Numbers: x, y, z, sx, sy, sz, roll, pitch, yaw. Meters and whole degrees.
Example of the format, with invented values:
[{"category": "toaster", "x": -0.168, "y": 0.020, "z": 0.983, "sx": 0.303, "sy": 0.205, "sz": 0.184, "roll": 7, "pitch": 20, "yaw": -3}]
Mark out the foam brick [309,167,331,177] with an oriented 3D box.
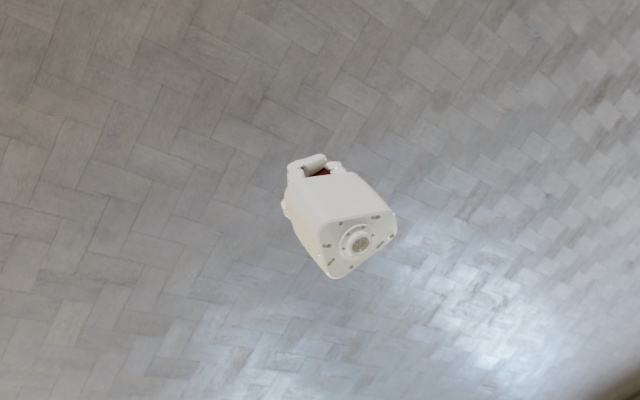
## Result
[{"category": "foam brick", "x": 0.000, "y": 0.002, "z": 0.693, "sx": 0.053, "sy": 0.078, "sz": 0.051, "roll": -24, "pitch": 36, "yaw": -12}]
